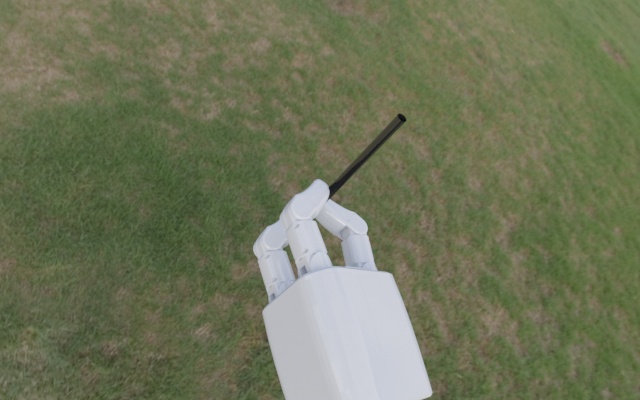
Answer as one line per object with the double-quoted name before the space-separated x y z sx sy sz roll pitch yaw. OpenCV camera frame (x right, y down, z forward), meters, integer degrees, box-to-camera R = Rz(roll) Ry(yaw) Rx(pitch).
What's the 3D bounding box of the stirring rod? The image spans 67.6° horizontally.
"stirring rod" 0.000 0.002 0.437 0.011 0.011 0.240 0 -32 -36
